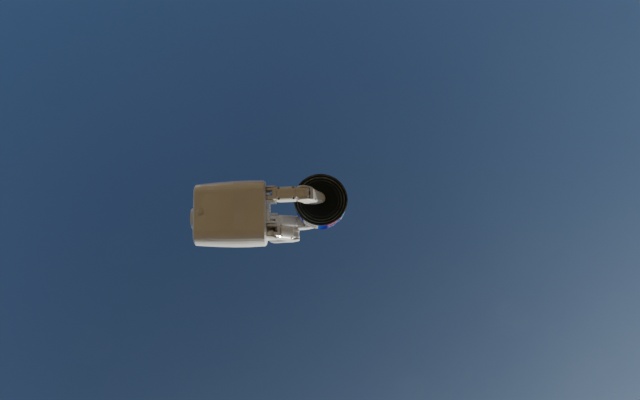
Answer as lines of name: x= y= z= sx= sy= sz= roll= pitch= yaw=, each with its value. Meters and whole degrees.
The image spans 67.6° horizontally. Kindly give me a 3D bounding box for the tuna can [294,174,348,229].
tuna can: x=0.000 y=0.003 z=0.773 sx=0.086 sy=0.086 sz=0.034 roll=0 pitch=-16 yaw=-1
